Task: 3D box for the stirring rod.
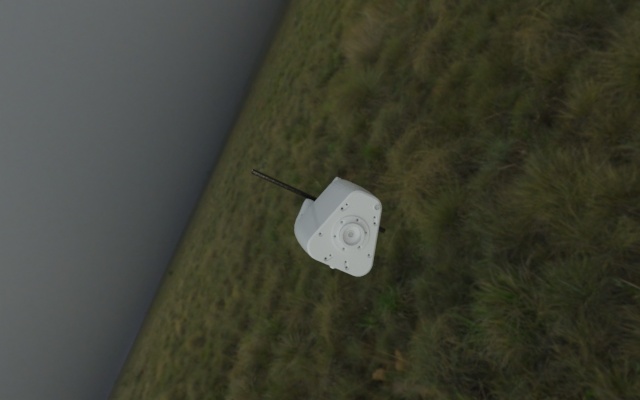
[{"bbox_3d":[0.000,0.003,0.774,0.239,0.011,0.011,24,-6,-13],"label":"stirring rod"}]
